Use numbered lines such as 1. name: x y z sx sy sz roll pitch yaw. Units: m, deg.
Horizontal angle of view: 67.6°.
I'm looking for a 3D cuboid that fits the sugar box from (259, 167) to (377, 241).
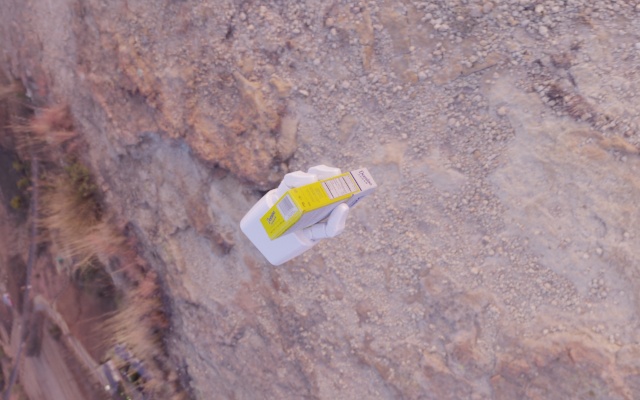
1. sugar box: 0.000 0.002 0.745 0.176 0.048 0.093 -22 -14 -45
